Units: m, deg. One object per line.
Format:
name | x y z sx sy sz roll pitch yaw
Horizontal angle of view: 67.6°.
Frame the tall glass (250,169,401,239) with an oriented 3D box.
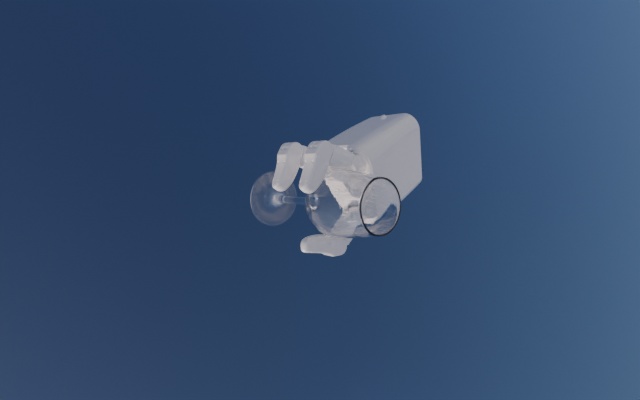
tall glass | 0.000 0.002 0.568 0.079 0.079 0.201 0 3 -39
